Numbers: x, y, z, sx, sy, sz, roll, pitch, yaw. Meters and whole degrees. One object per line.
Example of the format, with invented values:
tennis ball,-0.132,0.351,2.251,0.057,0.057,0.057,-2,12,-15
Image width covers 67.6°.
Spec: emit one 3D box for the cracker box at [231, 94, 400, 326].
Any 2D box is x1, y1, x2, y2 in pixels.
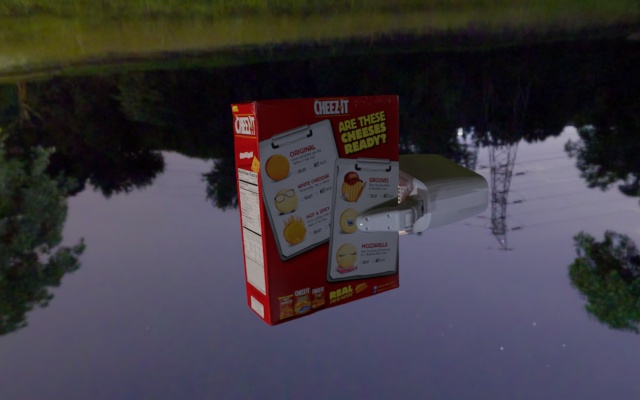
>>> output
cracker box,0.000,0.002,0.498,0.164,0.214,0.072,-10,13,-30
